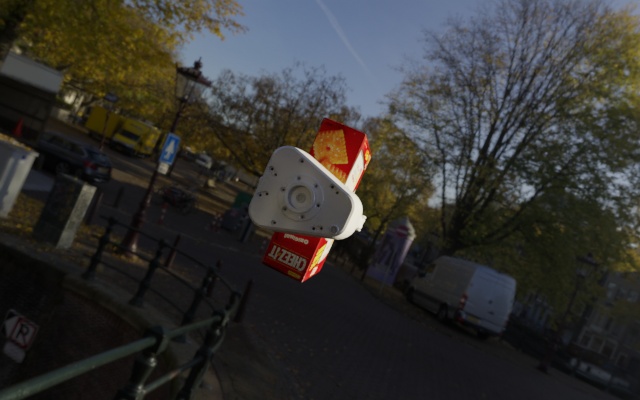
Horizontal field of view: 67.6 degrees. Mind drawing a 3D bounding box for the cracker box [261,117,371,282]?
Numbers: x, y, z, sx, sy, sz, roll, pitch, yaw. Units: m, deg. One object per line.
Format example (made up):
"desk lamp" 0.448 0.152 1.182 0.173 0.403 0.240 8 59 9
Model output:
"cracker box" 0.000 0.002 0.705 0.072 0.213 0.164 24 0 9
